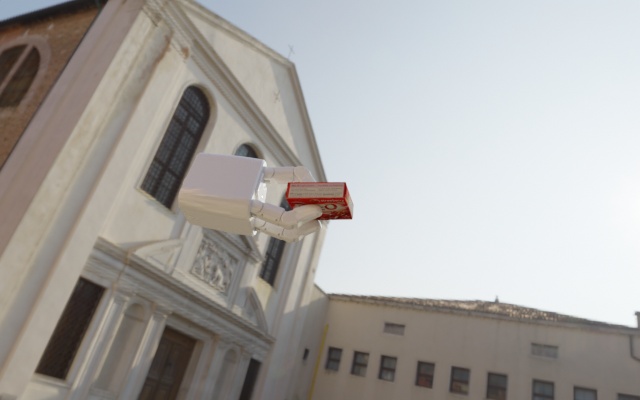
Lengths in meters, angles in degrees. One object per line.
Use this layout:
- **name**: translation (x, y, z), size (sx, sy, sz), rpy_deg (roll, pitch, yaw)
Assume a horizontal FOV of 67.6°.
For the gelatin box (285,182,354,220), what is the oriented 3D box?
- **gelatin box**: translation (0.000, 0.002, 0.706), size (0.089, 0.030, 0.073), rpy_deg (-1, -27, 13)
